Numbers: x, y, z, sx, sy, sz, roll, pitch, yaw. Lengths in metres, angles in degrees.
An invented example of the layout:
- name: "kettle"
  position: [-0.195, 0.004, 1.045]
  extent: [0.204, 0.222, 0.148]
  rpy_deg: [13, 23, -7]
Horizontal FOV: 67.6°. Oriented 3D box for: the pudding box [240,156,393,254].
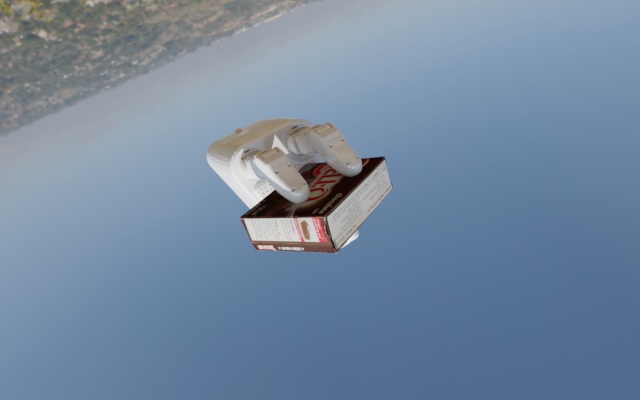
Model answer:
- name: "pudding box"
  position: [0.000, 0.002, 0.422]
  extent: [0.090, 0.039, 0.113]
  rpy_deg: [-3, 29, 36]
